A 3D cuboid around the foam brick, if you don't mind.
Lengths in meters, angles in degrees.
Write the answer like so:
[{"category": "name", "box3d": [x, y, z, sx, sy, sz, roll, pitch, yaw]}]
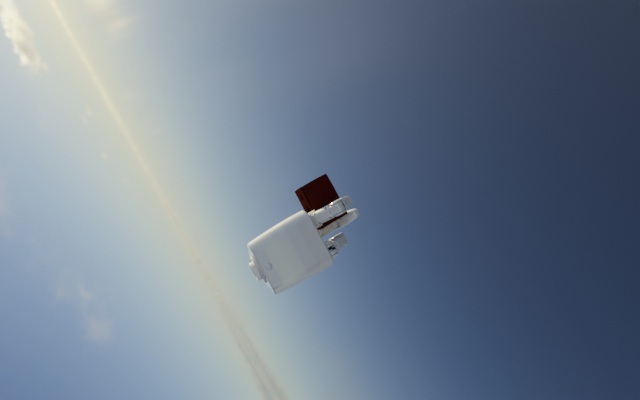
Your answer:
[{"category": "foam brick", "box3d": [0.000, 0.002, 0.796, 0.051, 0.078, 0.053, -29, 1, -14]}]
